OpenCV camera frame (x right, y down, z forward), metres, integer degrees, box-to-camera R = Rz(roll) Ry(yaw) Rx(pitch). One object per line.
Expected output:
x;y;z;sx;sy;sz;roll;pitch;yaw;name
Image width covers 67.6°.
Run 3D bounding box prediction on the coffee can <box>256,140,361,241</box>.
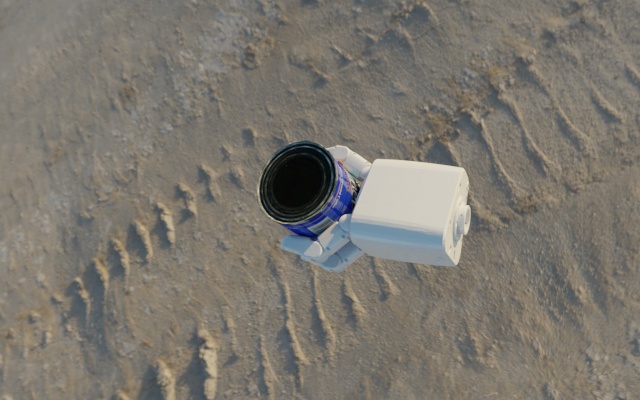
0.000;0.002;0.595;0.103;0.102;0.140;0;-19;26;coffee can
